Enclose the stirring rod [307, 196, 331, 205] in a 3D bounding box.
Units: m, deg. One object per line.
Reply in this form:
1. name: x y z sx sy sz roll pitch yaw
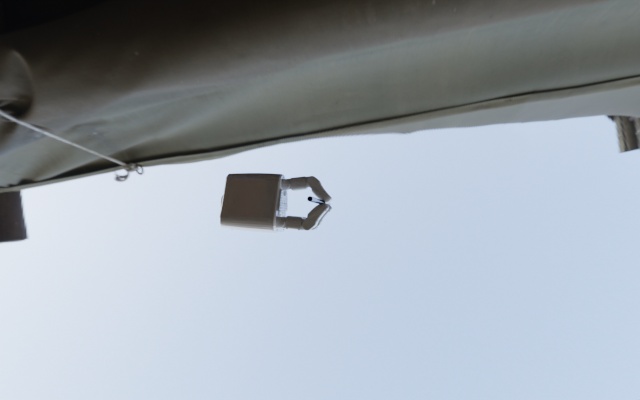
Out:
1. stirring rod: 0.000 0.003 0.839 0.011 0.011 0.239 0 -3 8
